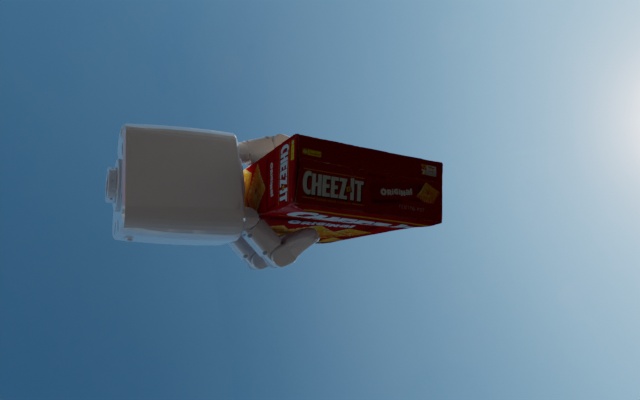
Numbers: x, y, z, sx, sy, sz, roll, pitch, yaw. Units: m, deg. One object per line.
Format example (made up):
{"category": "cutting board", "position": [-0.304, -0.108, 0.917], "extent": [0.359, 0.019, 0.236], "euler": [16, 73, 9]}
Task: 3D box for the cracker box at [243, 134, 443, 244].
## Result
{"category": "cracker box", "position": [0.000, 0.002, 0.521], "extent": [0.164, 0.072, 0.214], "euler": [7, -12, -27]}
